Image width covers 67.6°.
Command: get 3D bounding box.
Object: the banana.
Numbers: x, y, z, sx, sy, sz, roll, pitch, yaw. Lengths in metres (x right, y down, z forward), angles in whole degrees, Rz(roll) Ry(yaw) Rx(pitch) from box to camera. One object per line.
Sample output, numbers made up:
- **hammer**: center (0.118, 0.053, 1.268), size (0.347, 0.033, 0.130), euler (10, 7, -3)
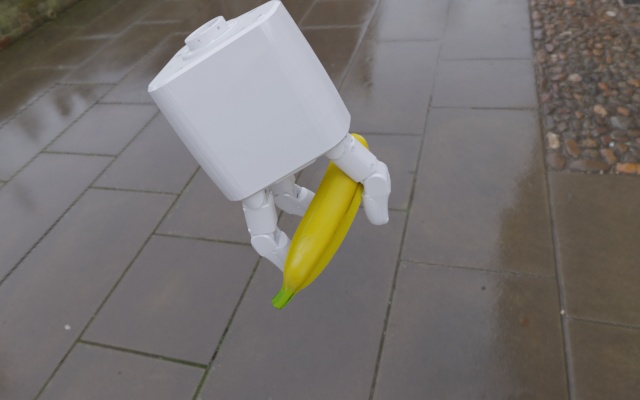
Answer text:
- **banana**: center (0.009, -0.001, 0.419), size (0.037, 0.197, 0.070), euler (39, -34, -18)
